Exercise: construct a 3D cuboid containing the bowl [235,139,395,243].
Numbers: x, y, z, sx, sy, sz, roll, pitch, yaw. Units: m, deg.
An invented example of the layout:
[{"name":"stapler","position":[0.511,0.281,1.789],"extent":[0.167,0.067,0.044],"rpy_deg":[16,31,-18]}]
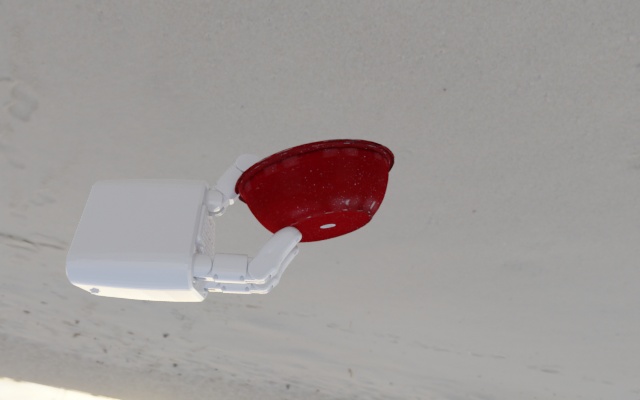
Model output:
[{"name":"bowl","position":[0.001,0.002,0.468],"extent":[0.162,0.055,0.162],"rpy_deg":[-11,-19,-4]}]
